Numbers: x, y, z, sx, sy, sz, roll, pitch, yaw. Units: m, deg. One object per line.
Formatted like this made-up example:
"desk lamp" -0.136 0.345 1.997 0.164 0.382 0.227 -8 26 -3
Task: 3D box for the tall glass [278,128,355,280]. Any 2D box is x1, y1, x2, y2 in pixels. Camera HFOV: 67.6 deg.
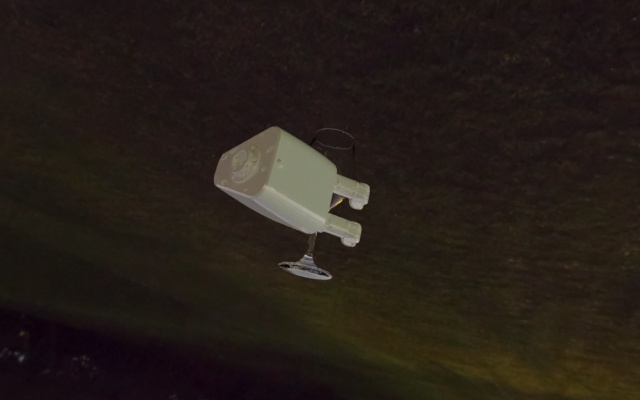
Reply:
"tall glass" 0.000 0.003 0.661 0.079 0.201 0.079 11 -20 4
